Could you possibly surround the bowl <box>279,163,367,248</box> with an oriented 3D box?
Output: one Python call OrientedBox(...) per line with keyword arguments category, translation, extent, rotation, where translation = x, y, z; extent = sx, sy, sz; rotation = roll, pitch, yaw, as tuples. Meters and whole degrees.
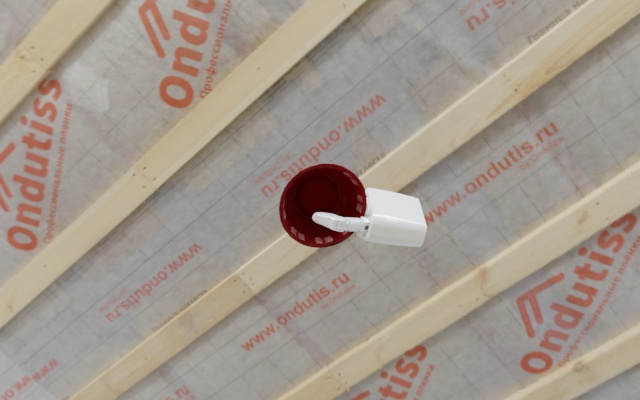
OrientedBox(category="bowl", translation=(-0.001, 0.002, 0.874), extent=(0.162, 0.162, 0.055), rotation=(0, 21, -14))
